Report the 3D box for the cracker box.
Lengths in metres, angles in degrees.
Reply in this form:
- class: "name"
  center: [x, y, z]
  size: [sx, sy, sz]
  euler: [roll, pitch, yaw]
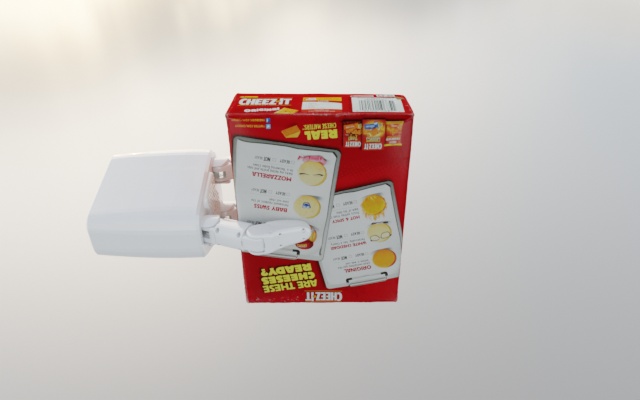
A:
- class: "cracker box"
  center: [0.000, 0.002, 0.483]
  size: [0.164, 0.214, 0.072]
  euler: [0, 31, 1]
